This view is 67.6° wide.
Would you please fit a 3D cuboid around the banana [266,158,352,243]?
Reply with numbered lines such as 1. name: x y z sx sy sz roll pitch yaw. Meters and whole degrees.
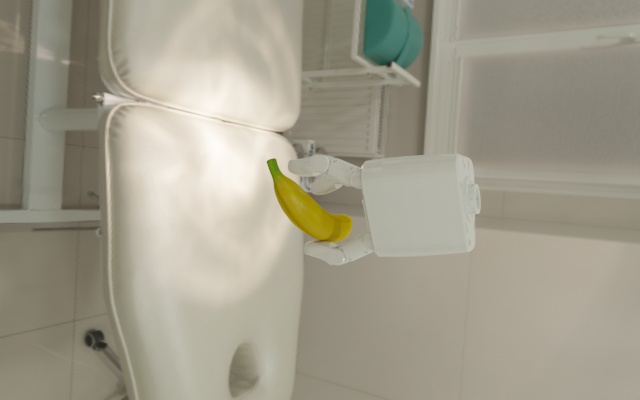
1. banana: -0.002 0.017 0.599 0.037 0.069 0.198 -13 -30 25
